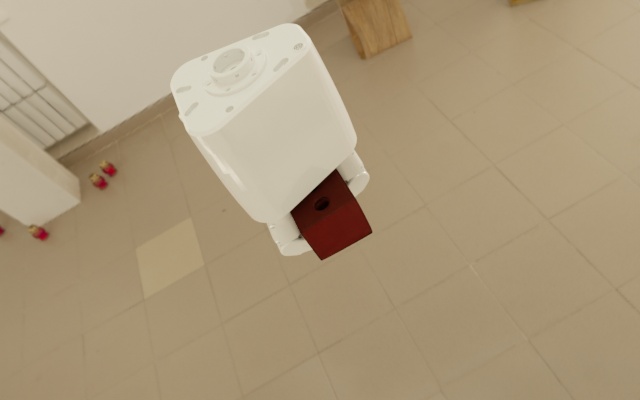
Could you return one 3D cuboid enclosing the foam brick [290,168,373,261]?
[{"bbox_3d":[0.000,0.002,0.414,0.053,0.078,0.051,-31,-40,0],"label":"foam brick"}]
